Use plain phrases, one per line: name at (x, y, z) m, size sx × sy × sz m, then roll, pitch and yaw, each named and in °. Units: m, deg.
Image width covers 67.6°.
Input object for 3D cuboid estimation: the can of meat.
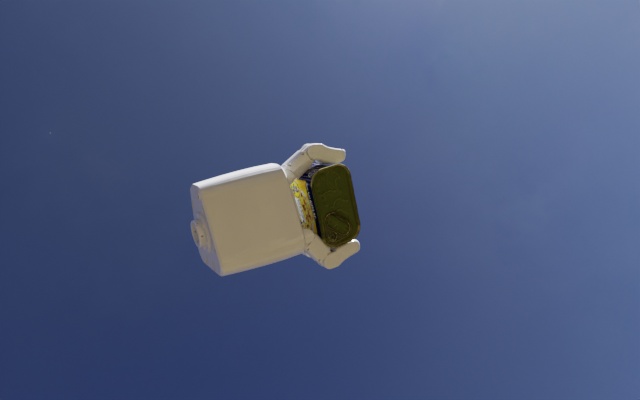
can of meat at (0.000, 0.002, 0.624) m, size 0.057 × 0.102 × 0.084 m, roll -20°, pitch 16°, yaw -26°
